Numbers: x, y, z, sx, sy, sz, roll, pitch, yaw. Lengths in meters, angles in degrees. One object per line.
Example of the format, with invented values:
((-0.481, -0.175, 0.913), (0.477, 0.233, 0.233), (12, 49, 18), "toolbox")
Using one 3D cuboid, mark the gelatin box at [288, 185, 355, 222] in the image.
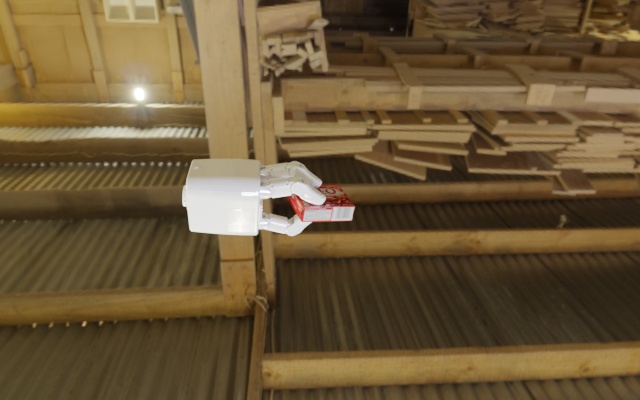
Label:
((0.000, 0.003, 0.761), (0.089, 0.030, 0.073), (-1, 30, -22), "gelatin box")
